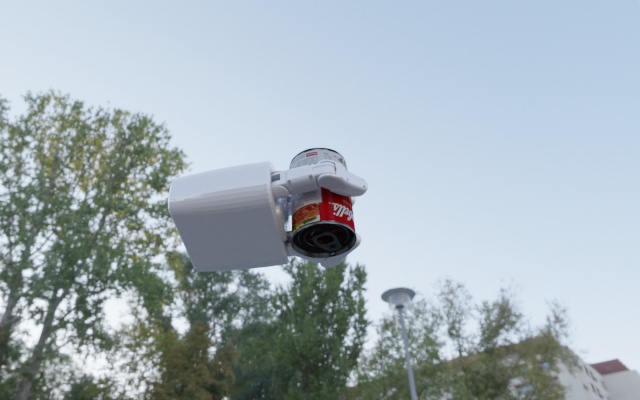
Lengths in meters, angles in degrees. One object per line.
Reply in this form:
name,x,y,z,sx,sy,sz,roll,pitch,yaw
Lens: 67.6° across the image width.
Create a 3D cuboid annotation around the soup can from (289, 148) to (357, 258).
soup can,0.001,0.001,0.517,0.068,0.102,0.069,-3,-37,-2
